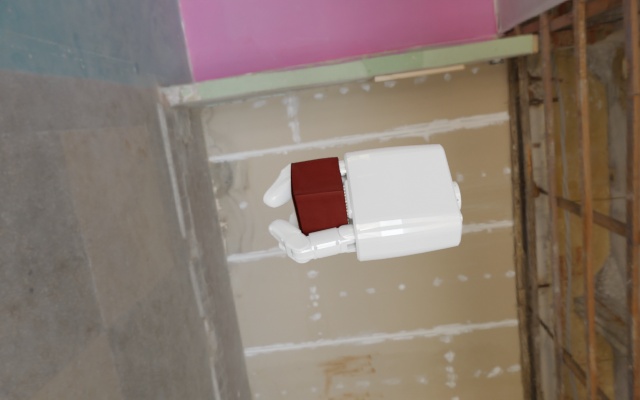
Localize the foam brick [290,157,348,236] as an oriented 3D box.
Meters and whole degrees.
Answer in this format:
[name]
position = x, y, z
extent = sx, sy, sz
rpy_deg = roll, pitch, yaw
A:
[foam brick]
position = 0.000, 0.002, 0.497
extent = 0.051, 0.078, 0.053
rpy_deg = -8, 44, 2
